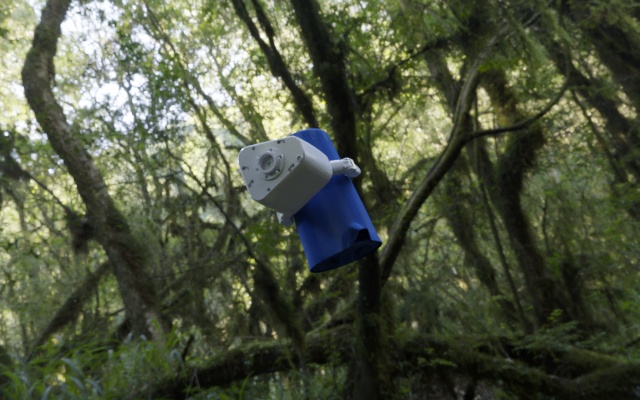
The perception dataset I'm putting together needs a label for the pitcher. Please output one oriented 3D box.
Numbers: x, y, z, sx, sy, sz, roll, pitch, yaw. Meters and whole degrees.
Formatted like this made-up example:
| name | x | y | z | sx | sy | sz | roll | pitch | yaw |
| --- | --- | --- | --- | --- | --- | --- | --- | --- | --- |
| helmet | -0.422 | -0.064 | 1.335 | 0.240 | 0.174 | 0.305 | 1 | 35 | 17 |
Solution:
| name | x | y | z | sx | sy | sz | roll | pitch | yaw |
| --- | --- | --- | --- | --- | --- | --- | --- | --- | --- |
| pitcher | 0.000 | 0.003 | 0.862 | 0.149 | 0.242 | 0.145 | -27 | -19 | 16 |
